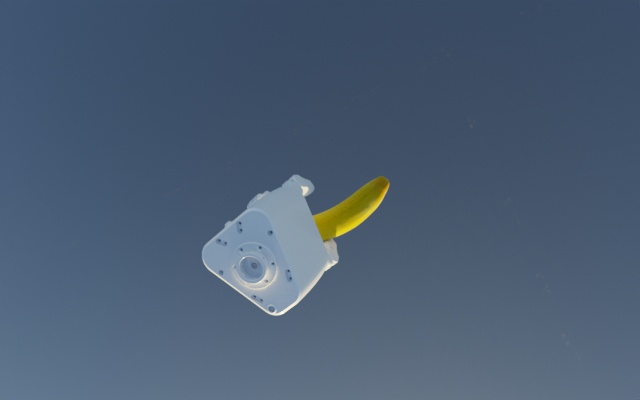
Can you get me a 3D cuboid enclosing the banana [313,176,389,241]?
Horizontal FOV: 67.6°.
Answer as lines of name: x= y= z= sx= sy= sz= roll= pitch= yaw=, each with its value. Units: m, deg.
banana: x=0.001 y=0.021 z=0.642 sx=0.198 sy=0.069 sz=0.037 roll=-12 pitch=3 yaw=17
